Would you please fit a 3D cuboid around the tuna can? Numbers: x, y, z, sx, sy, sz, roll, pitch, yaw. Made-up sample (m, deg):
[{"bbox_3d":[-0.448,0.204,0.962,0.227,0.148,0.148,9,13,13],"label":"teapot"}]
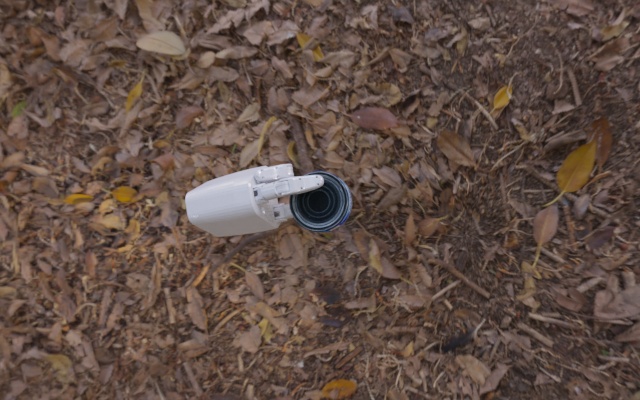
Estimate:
[{"bbox_3d":[0.000,0.002,0.669,0.086,0.086,0.034,0,-5,11],"label":"tuna can"}]
